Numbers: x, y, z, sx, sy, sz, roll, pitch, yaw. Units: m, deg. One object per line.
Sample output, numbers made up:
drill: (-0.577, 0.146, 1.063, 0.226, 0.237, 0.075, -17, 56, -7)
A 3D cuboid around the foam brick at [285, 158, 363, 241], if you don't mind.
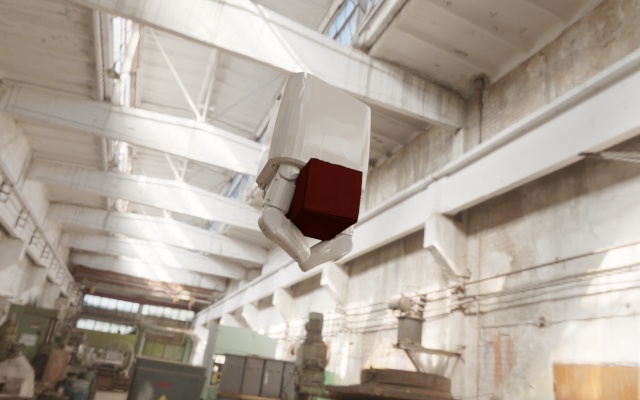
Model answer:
foam brick: (0.000, 0.002, 0.452, 0.053, 0.051, 0.078, 15, -22, -15)
